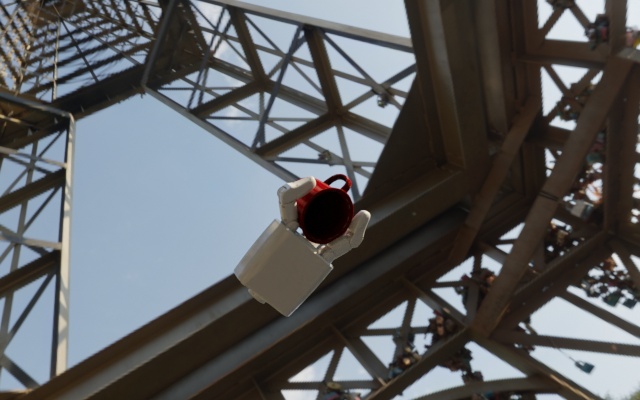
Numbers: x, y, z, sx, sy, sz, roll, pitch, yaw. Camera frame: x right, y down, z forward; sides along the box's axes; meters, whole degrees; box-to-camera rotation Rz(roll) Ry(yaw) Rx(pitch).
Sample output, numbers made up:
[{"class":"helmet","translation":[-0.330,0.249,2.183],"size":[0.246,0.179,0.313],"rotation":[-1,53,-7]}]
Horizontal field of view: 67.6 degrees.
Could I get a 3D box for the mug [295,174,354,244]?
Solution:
[{"class":"mug","translation":[0.001,0.001,0.760],"size":[0.093,0.117,0.081],"rotation":[44,-6,-35]}]
